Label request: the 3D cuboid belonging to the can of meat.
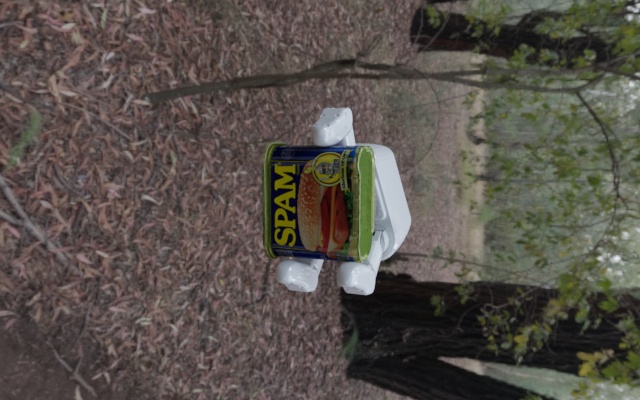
[{"bbox_3d":[0.000,0.001,0.408,0.084,0.102,0.057,3,7,19],"label":"can of meat"}]
